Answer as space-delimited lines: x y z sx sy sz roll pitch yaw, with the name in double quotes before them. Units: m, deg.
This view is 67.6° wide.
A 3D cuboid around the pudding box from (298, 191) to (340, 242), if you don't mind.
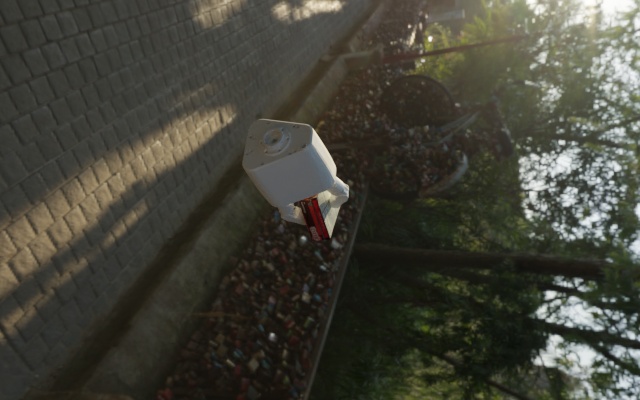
"pudding box" 0.000 0.003 0.828 0.039 0.090 0.113 -5 32 19
